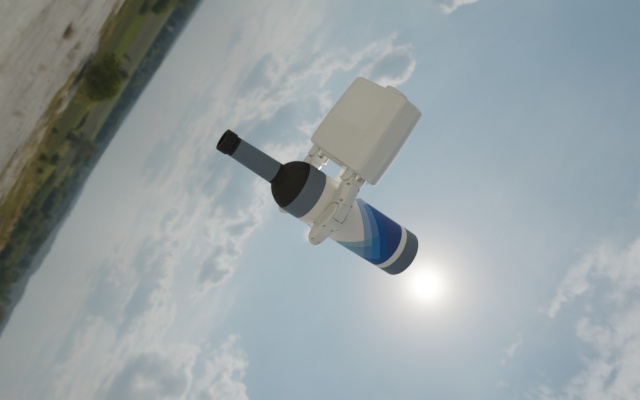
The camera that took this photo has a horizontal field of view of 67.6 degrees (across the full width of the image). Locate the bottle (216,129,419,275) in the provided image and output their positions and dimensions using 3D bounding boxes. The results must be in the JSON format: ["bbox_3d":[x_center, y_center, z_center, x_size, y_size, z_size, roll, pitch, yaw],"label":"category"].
[{"bbox_3d":[0.000,0.002,0.608,0.296,0.069,0.069,33,-15,-24],"label":"bottle"}]
